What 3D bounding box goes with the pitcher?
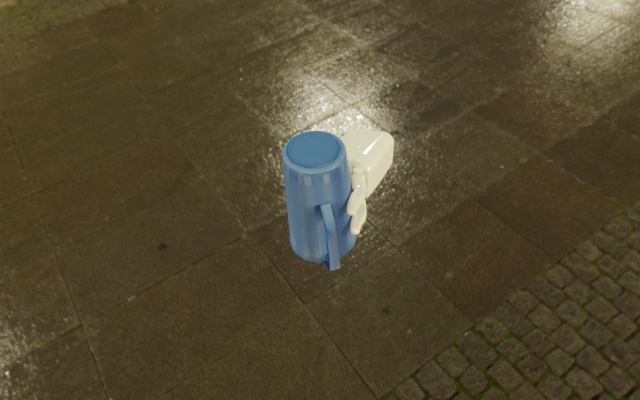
[{"bbox_3d":[0.000,0.003,0.870,0.149,0.243,0.145,24,54,24],"label":"pitcher"}]
